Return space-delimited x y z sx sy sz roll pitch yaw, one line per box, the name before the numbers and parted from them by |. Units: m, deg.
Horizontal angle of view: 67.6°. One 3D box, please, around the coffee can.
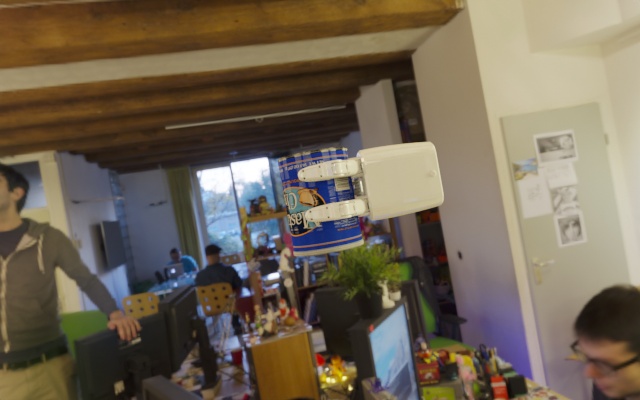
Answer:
coffee can | 0.000 0.002 0.690 0.103 0.140 0.103 -10 0 0
